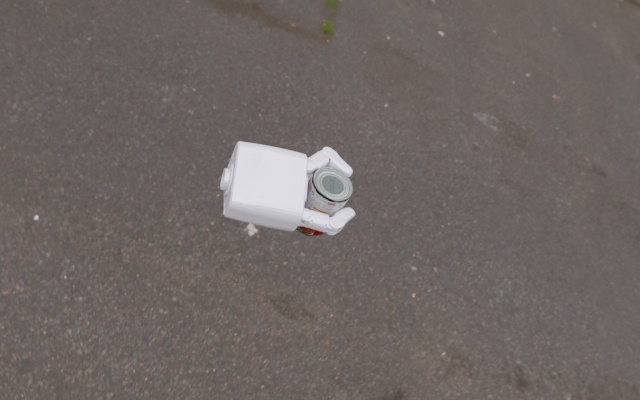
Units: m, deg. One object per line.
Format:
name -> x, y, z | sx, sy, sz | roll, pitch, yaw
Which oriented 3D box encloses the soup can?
soup can -> 0.001, 0.002, 0.753 | 0.068, 0.068, 0.102 | 0, -34, -27
